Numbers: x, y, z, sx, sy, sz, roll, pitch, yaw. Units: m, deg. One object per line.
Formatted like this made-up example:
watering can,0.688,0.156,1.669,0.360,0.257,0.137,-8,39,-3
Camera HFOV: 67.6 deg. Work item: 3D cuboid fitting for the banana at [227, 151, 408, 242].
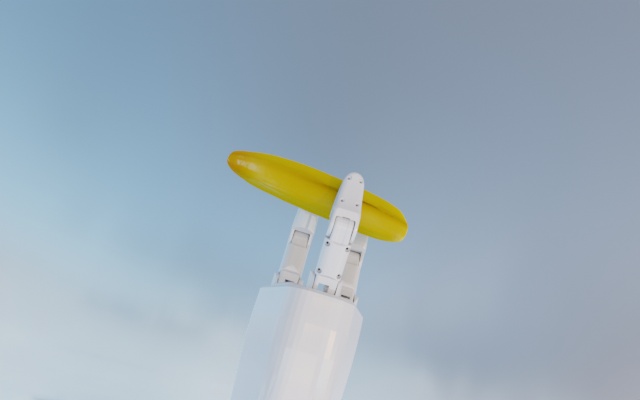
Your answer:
banana,0.012,0.002,0.432,0.198,0.037,0.069,24,-13,-26
